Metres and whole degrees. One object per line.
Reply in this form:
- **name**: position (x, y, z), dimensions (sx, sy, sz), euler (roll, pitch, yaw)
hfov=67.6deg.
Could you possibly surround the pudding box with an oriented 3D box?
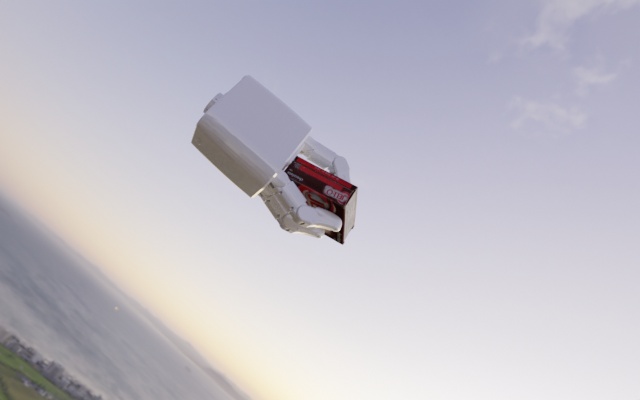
- **pudding box**: position (0.000, 0.002, 0.613), dimensions (0.090, 0.039, 0.113), euler (29, -22, 16)
